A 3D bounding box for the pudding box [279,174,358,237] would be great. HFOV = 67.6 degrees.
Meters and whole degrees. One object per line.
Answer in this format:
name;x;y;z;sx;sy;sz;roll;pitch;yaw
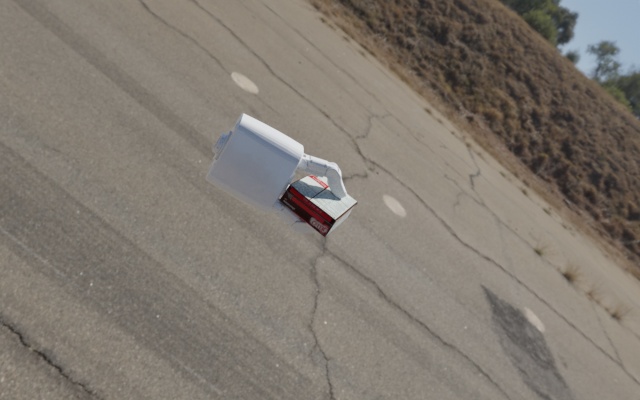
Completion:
pudding box;0.000;0.002;0.748;0.090;0.039;0.113;39;27;9
